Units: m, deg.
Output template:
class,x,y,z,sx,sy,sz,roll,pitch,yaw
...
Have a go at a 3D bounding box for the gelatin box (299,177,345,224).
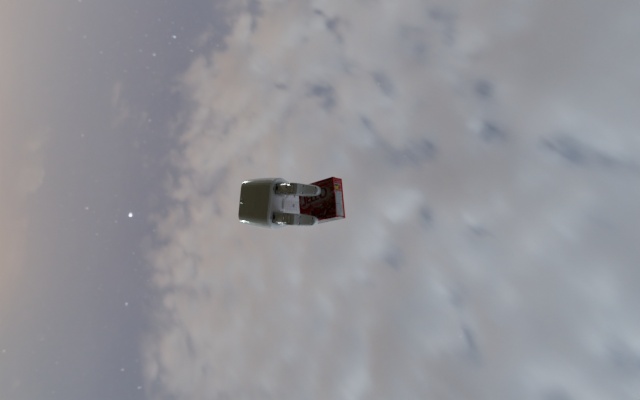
class,x,y,z,sx,sy,sz,roll,pitch,yaw
gelatin box,0.001,0.003,0.862,0.089,0.073,0.030,-14,-15,40
